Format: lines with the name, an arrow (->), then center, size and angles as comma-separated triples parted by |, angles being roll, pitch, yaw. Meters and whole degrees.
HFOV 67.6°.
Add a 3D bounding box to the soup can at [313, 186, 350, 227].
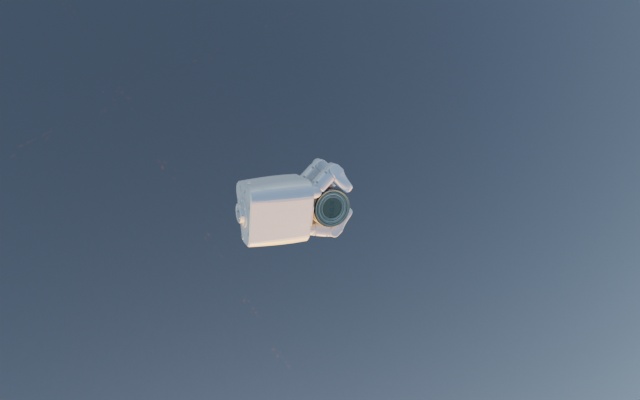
soup can -> 0.001, 0.003, 0.840 | 0.068, 0.068, 0.102 | 0, 12, -24
